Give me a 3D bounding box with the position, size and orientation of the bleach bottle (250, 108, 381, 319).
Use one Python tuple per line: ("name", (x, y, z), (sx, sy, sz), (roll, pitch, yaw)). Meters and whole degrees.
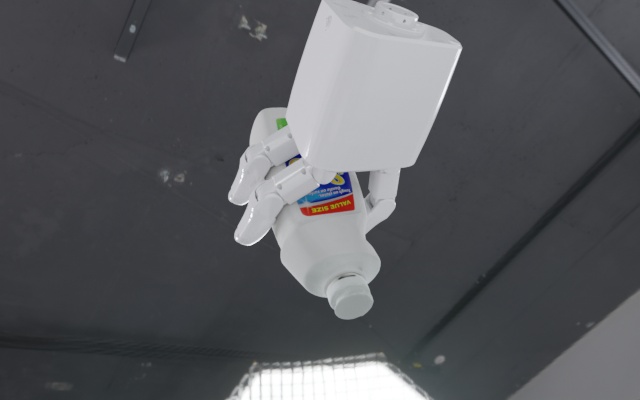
("bleach bottle", (0.000, 0.001, 0.438), (0.102, 0.068, 0.250), (5, 35, -22))
